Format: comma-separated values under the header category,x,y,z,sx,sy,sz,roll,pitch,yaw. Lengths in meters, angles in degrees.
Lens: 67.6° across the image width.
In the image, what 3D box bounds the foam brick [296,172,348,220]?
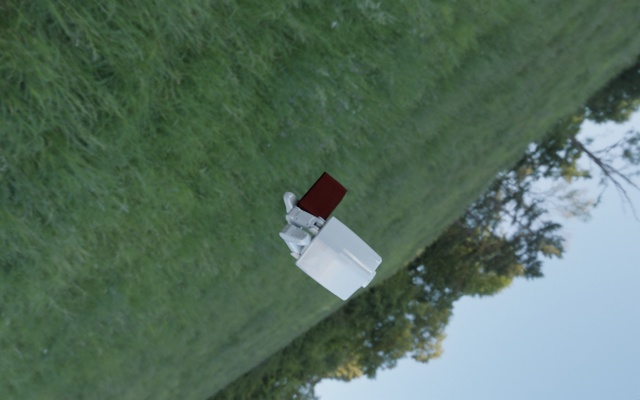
category,x,y,z,sx,sy,sz,roll,pitch,yaw
foam brick,0.000,0.002,0.807,0.051,0.078,0.053,37,-24,6
